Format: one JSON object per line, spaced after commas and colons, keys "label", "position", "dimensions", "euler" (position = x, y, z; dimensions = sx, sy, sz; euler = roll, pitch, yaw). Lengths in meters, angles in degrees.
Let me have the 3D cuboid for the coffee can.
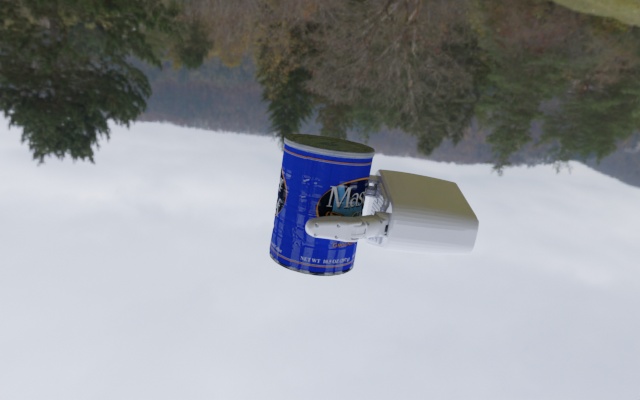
{"label": "coffee can", "position": [0.000, 0.002, 0.551], "dimensions": [0.103, 0.140, 0.102], "euler": [8, 15, -2]}
